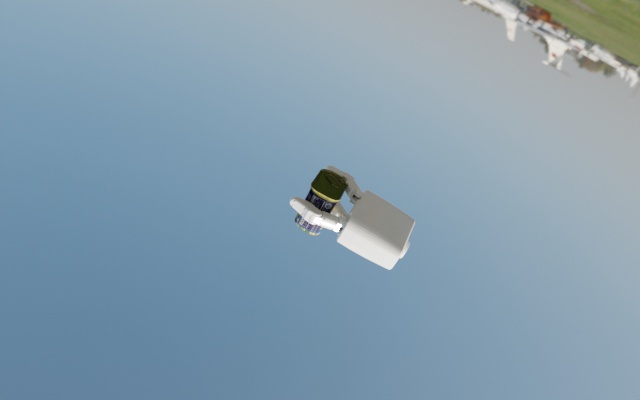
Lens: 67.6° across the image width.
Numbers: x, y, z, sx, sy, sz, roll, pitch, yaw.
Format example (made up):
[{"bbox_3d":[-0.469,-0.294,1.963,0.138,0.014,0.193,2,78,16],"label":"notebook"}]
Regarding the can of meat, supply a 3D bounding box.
[{"bbox_3d":[0.000,0.003,0.860,0.057,0.084,0.102,29,28,1],"label":"can of meat"}]
